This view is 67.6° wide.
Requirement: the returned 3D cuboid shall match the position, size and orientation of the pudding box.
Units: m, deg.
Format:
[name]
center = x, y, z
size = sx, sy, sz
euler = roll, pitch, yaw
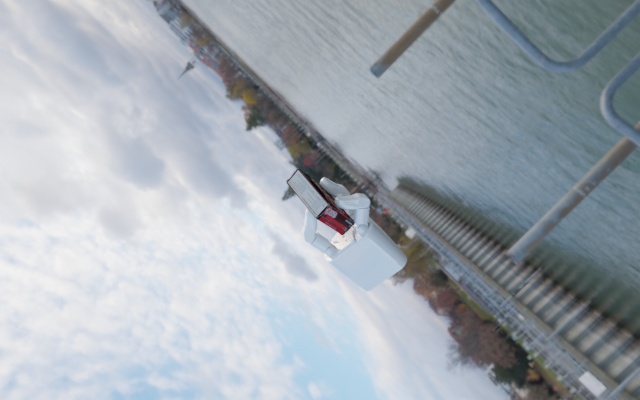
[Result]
[pudding box]
center = 0.000, 0.003, 0.840
size = 0.113, 0.039, 0.090
euler = 47, 6, 40
